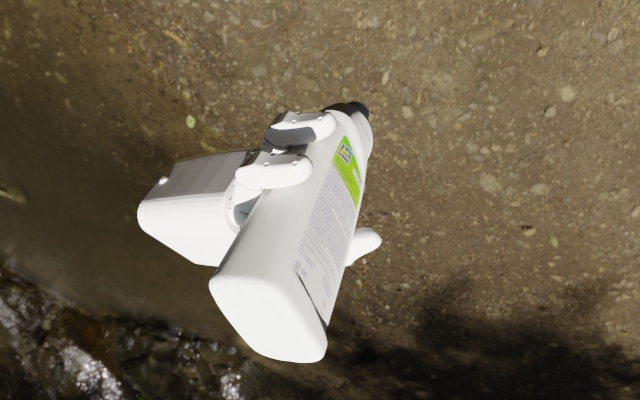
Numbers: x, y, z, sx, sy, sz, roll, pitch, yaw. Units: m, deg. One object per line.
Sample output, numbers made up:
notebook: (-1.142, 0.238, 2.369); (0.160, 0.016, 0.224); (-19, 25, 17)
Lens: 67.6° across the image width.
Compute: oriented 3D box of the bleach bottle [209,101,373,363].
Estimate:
bleach bottle: (0.000, 0.001, 0.413); (0.068, 0.103, 0.250); (-2, 42, 28)
